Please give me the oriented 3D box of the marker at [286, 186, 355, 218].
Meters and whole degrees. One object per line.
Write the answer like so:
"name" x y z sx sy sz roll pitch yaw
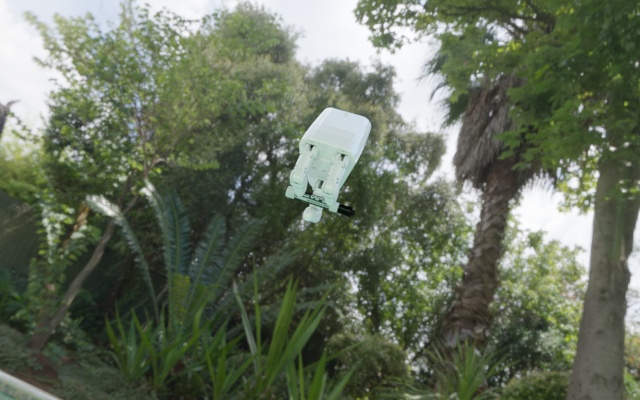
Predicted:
"marker" 0.000 0.003 0.804 0.121 0.020 0.020 19 4 11
